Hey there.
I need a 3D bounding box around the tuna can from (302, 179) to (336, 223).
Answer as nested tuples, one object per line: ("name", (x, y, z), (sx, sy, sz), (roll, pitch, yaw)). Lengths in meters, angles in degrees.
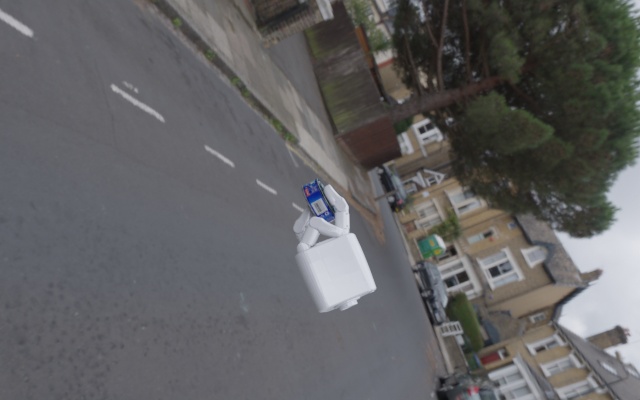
("tuna can", (0.001, 0.003, 0.898), (0.034, 0.086, 0.086), (-29, -5, 8))
